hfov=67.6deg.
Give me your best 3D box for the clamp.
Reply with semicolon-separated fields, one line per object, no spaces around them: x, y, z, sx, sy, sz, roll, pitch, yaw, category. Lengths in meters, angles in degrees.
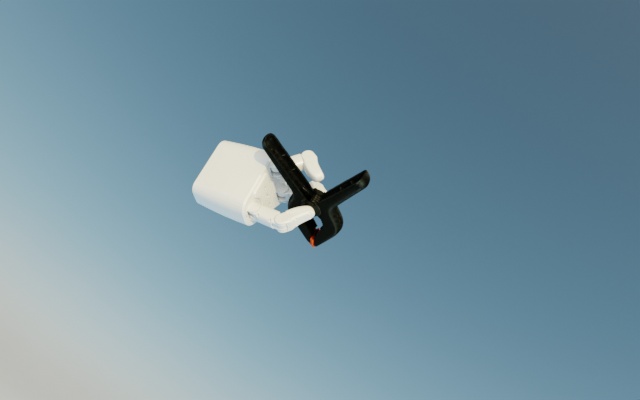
0.000;0.003;0.713;0.164;0.210;0.036;20;52;24;clamp
